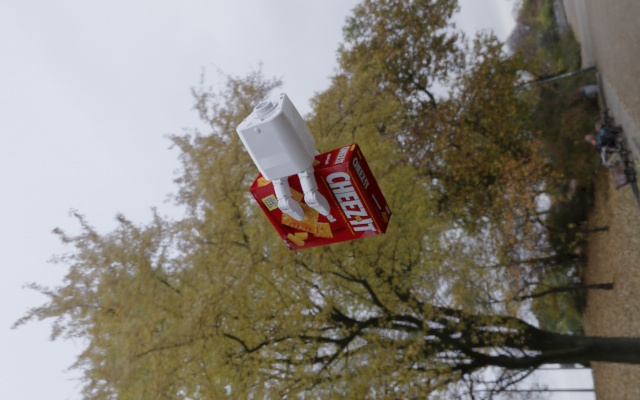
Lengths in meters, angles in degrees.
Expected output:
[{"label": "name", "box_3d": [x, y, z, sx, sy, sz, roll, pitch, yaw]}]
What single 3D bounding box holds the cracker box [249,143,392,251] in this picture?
[{"label": "cracker box", "box_3d": [0.000, 0.003, 0.888, 0.214, 0.164, 0.072, -13, 32, 30]}]
